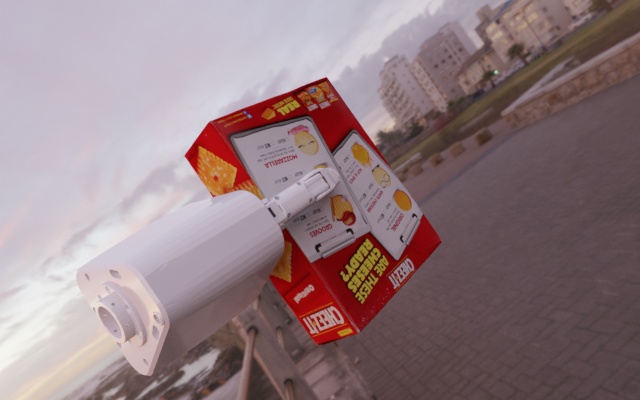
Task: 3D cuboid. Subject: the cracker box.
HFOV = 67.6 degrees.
[{"bbox_3d":[0.000,0.001,0.464,0.164,0.213,0.072,-34,-1,-43],"label":"cracker box"}]
